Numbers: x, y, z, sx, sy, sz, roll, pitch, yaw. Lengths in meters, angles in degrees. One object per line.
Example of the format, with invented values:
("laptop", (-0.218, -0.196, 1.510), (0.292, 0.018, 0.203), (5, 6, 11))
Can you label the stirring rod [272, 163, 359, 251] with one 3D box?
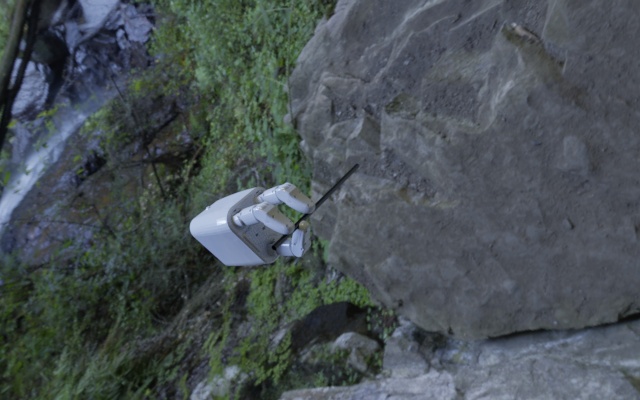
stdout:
("stirring rod", (0.000, 0.002, 0.713), (0.011, 0.011, 0.239), (0, 30, 36))
